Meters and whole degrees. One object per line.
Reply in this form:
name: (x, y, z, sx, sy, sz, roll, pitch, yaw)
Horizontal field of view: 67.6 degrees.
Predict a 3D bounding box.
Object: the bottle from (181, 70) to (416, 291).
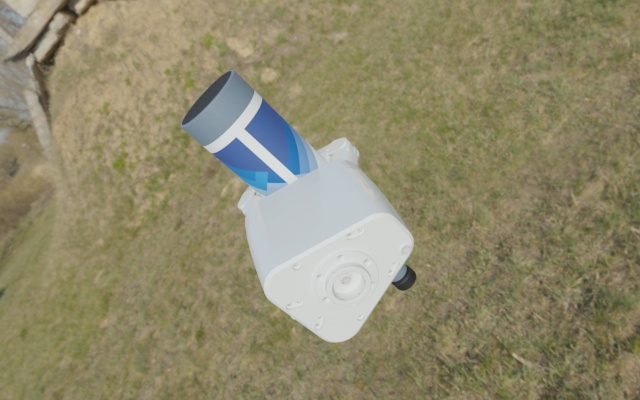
bottle: (0.000, 0.001, 0.472, 0.296, 0.069, 0.069, 42, -22, -27)
